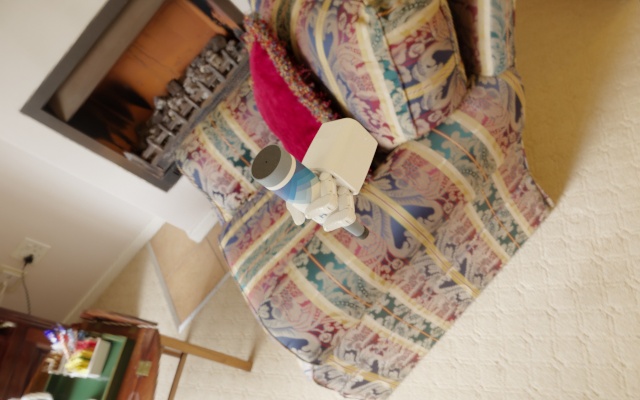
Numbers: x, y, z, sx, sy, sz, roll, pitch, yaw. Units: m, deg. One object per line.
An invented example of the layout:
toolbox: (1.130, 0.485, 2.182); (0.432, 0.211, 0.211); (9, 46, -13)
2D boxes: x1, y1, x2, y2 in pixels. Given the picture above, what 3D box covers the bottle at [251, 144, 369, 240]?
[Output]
bottle: (0.000, 0.003, 0.851); (0.069, 0.069, 0.296); (0, -26, 40)
